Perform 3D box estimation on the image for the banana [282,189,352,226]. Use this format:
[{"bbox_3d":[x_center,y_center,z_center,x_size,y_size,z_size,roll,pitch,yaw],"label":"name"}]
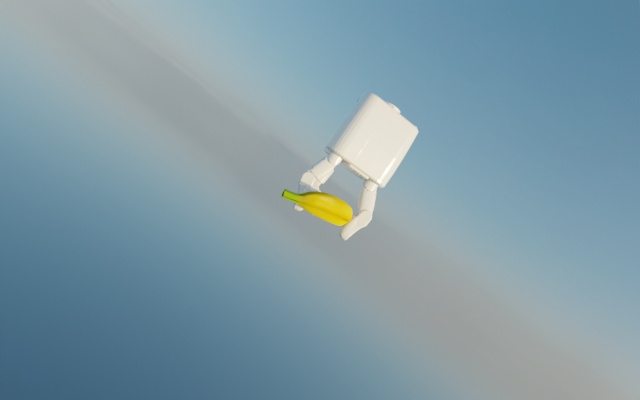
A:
[{"bbox_3d":[0.014,0.011,0.702,0.069,0.037,0.198,30,1,22],"label":"banana"}]
